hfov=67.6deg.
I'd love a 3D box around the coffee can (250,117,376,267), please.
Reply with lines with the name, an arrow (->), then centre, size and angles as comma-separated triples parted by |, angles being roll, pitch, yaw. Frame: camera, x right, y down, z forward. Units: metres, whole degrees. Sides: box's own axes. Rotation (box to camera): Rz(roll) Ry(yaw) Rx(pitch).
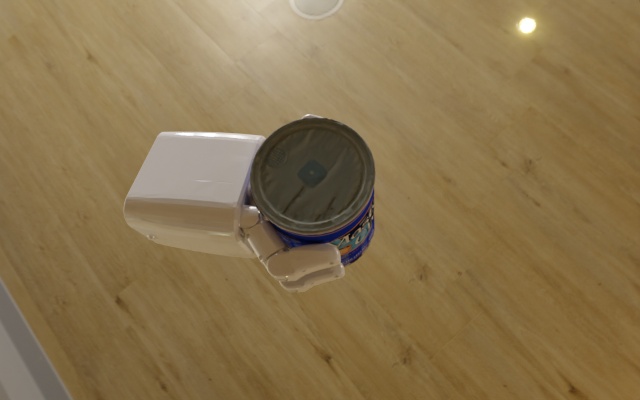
coffee can -> 0.000, 0.001, 0.449 | 0.103, 0.102, 0.140 | 0, -20, 6
